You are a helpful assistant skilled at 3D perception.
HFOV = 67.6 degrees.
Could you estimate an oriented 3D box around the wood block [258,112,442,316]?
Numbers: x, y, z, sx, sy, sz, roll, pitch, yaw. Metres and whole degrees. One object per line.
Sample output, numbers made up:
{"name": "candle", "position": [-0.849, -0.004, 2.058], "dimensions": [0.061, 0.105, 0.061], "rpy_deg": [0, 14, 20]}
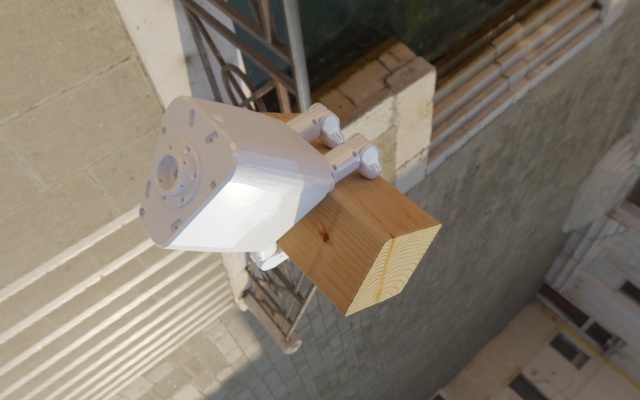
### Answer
{"name": "wood block", "position": [0.000, 0.002, 0.474], "dimensions": [0.090, 0.091, 0.206], "rpy_deg": [-10, 43, -46]}
